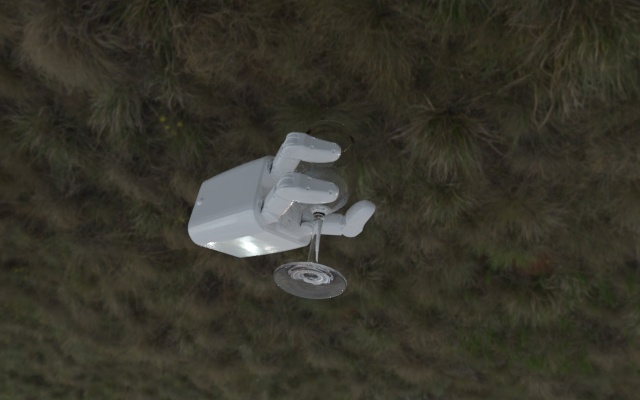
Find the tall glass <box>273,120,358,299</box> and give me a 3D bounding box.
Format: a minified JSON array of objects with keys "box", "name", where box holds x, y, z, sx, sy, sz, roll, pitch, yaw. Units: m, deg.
[{"box":[0.000,0.002,0.533,0.079,0.201,0.079,5,-36,4],"name":"tall glass"}]
